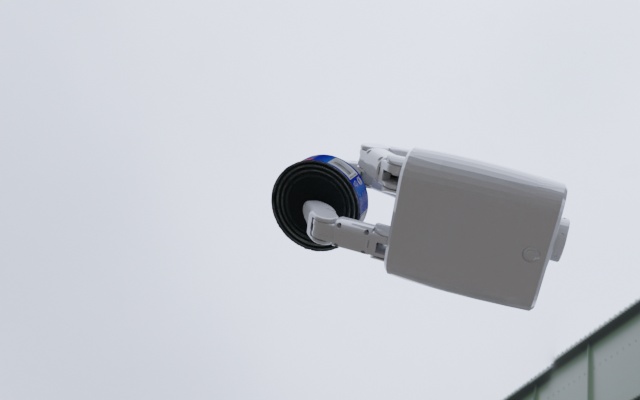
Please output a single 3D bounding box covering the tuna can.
[{"bbox_3d":[0.000,0.001,0.441,0.086,0.086,0.033,0,17,23],"label":"tuna can"}]
